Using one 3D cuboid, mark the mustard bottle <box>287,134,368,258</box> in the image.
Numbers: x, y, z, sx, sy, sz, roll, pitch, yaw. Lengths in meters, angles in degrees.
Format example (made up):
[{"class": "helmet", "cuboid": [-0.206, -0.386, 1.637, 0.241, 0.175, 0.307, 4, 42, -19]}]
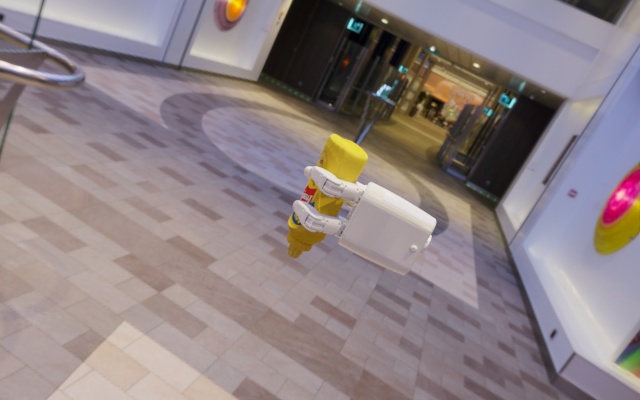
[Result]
[{"class": "mustard bottle", "cuboid": [0.000, 0.002, 0.704, 0.058, 0.192, 0.096, 21, 17, -20]}]
